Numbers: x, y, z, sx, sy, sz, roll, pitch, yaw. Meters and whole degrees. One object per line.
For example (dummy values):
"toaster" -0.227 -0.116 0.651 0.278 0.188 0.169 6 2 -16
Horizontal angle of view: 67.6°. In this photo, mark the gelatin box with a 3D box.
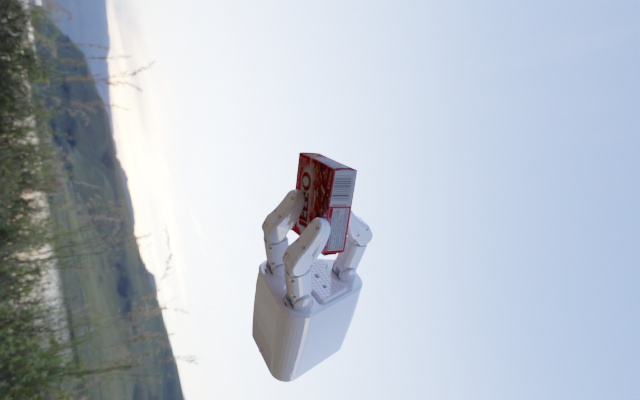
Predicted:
"gelatin box" 0.001 0.001 0.489 0.030 0.089 0.073 -1 18 -30
